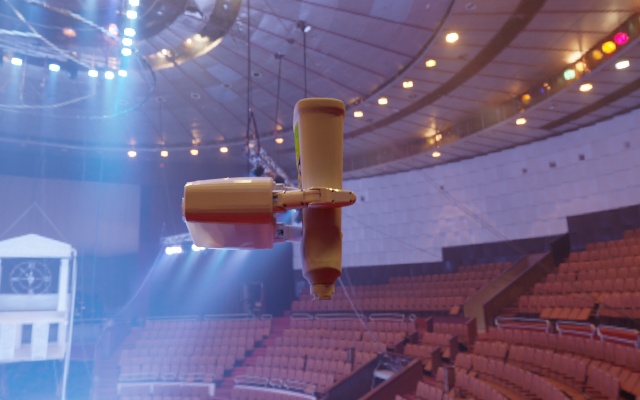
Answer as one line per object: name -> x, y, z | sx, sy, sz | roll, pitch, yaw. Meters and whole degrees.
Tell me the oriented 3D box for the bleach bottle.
bleach bottle -> 0.000, 0.002, 0.624 | 0.068, 0.250, 0.102 | 0, -13, -5
